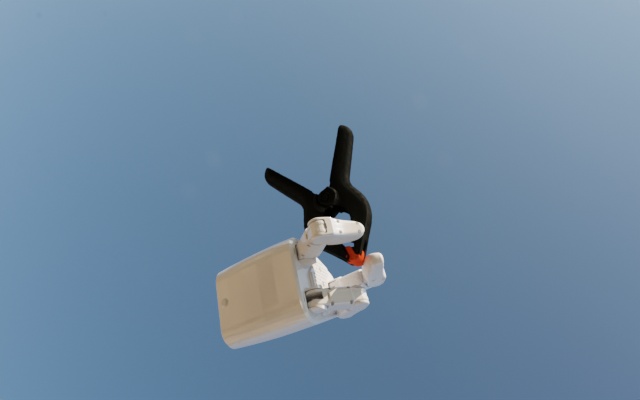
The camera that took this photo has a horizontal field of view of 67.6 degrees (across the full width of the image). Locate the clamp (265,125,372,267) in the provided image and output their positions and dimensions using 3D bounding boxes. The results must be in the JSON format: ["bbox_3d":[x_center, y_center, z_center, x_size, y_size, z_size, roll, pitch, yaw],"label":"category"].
[{"bbox_3d":[0.000,0.002,0.554,0.120,0.171,0.039,-25,-31,18],"label":"clamp"}]
